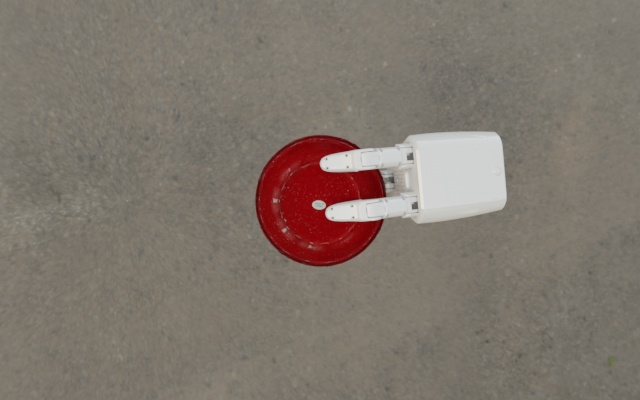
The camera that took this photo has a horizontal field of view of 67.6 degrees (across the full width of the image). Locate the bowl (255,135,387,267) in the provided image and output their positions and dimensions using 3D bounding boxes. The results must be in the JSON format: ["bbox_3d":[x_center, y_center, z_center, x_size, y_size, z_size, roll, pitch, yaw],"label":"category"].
[{"bbox_3d":[-0.001,0.002,0.558,0.162,0.162,0.055,0,3,1],"label":"bowl"}]
